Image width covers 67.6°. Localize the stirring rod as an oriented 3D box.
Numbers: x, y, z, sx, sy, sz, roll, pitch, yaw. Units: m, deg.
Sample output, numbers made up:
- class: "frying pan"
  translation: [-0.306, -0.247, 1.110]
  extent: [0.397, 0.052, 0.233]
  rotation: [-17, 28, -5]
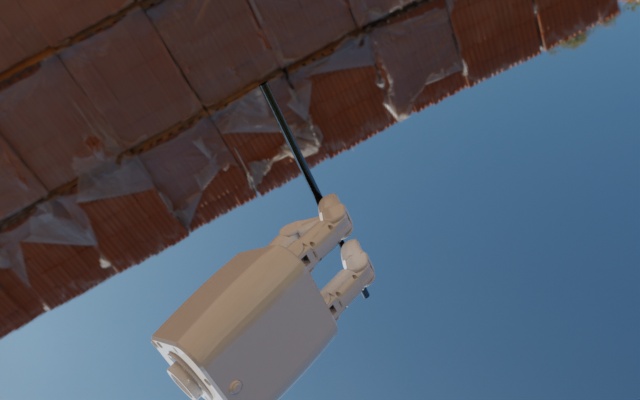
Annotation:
- class: "stirring rod"
  translation: [0.000, 0.001, 0.446]
  extent: [0.011, 0.240, 0.011]
  rotation: [-21, 26, 11]
